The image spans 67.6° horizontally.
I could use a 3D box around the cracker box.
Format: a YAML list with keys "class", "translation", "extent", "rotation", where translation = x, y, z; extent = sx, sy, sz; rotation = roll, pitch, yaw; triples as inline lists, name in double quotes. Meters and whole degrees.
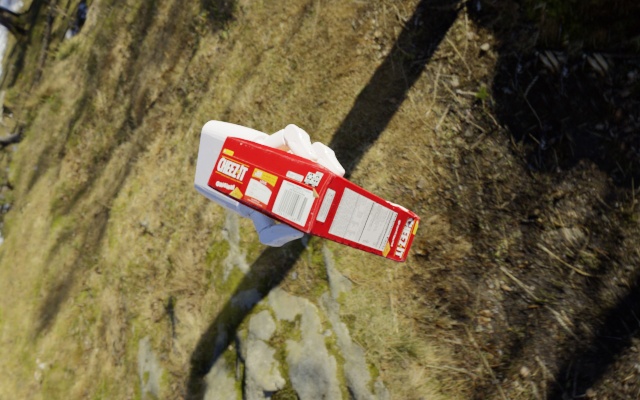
- class: "cracker box"
  translation: [0.000, 0.002, 0.575]
  extent: [0.164, 0.072, 0.214]
  rotation: [22, 0, 38]
